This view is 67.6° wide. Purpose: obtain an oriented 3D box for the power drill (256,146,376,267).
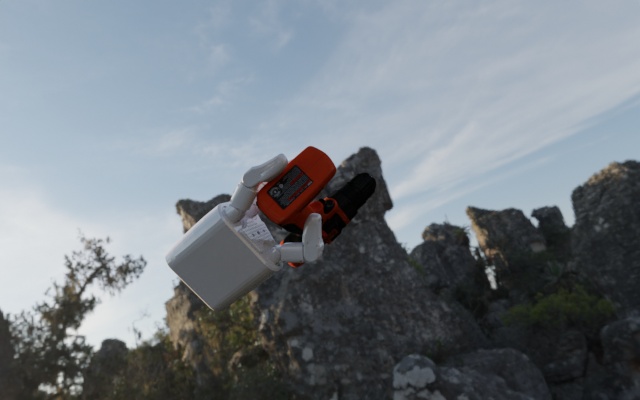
[{"bbox_3d":[0.000,0.002,0.659,0.057,0.184,0.188,42,-8,25],"label":"power drill"}]
